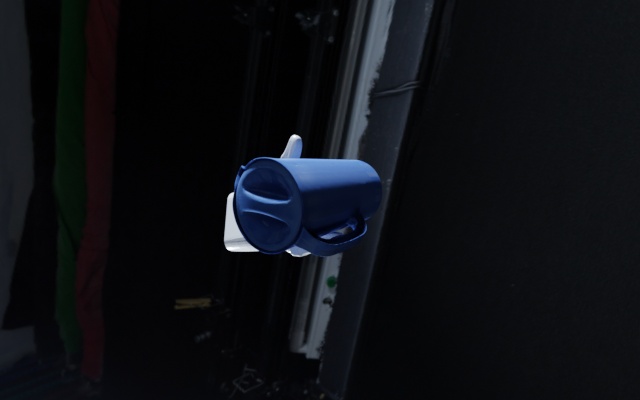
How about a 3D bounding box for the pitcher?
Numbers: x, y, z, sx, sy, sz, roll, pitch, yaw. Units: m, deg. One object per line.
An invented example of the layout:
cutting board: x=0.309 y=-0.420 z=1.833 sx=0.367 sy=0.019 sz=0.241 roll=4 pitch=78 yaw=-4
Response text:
pitcher: x=0.000 y=0.002 z=0.738 sx=0.145 sy=0.149 sz=0.243 roll=-11 pitch=-1 yaw=38
